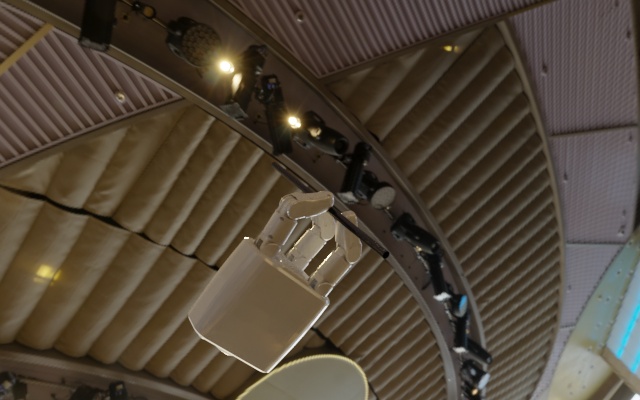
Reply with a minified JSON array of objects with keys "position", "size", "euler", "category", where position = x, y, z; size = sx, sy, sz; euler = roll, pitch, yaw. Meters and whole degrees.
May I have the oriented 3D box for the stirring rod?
[{"position":[0.000,0.002,0.534],"size":[0.011,0.011,0.239],"euler":[0,24,-34],"category":"stirring rod"}]
